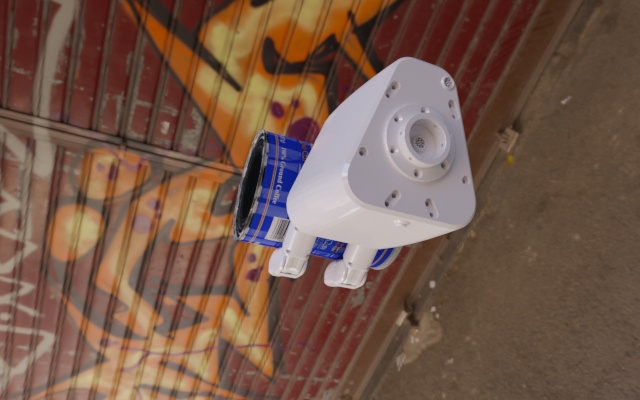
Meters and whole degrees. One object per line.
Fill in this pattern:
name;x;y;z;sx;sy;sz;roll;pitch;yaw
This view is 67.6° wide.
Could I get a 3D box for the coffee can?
coffee can;0.000;0.001;0.445;0.140;0.103;0.103;13;-4;-17
